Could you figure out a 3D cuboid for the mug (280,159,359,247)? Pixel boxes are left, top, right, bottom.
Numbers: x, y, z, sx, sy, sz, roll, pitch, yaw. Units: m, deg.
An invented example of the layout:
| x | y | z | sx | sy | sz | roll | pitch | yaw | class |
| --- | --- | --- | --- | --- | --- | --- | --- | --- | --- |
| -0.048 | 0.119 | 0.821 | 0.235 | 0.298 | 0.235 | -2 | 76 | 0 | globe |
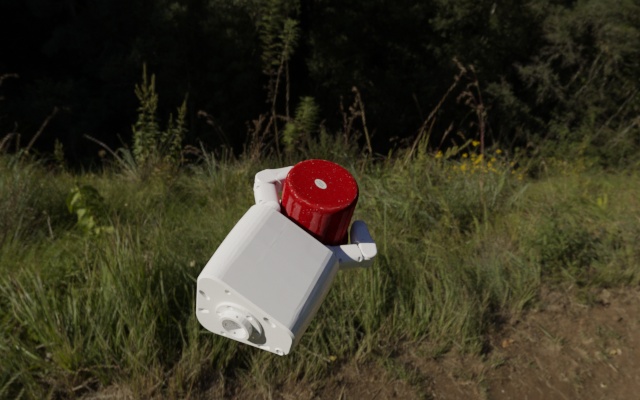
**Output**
| x | y | z | sx | sy | sz | roll | pitch | yaw | class |
| --- | --- | --- | --- | --- | --- | --- | --- | --- | --- |
| 0.001 | 0.001 | 0.545 | 0.093 | 0.082 | 0.117 | 24 | 45 | 9 | mug |
